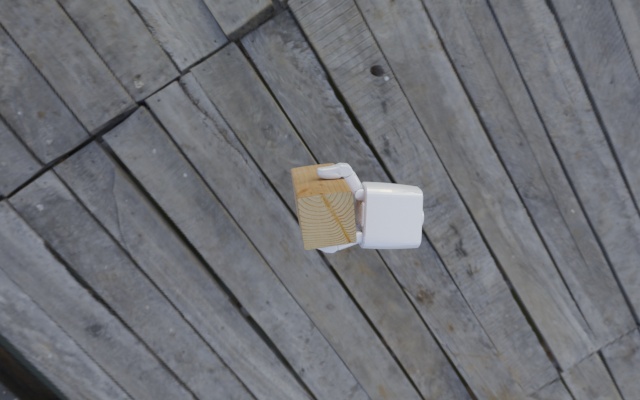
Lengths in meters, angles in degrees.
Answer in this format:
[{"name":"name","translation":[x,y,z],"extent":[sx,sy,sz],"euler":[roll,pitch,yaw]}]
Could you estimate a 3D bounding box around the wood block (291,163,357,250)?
[{"name":"wood block","translation":[0.001,0.002,0.857],"extent":[0.090,0.091,0.206],"euler":[-8,17,-4]}]
